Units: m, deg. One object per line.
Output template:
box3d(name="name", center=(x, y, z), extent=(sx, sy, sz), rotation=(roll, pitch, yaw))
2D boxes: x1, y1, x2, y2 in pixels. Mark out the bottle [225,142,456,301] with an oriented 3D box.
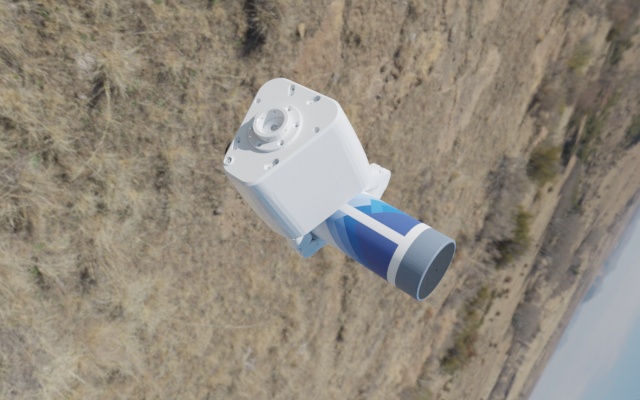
box3d(name="bottle", center=(0.000, 0.002, 0.522), extent=(0.295, 0.069, 0.069), rotation=(31, 17, 30))
